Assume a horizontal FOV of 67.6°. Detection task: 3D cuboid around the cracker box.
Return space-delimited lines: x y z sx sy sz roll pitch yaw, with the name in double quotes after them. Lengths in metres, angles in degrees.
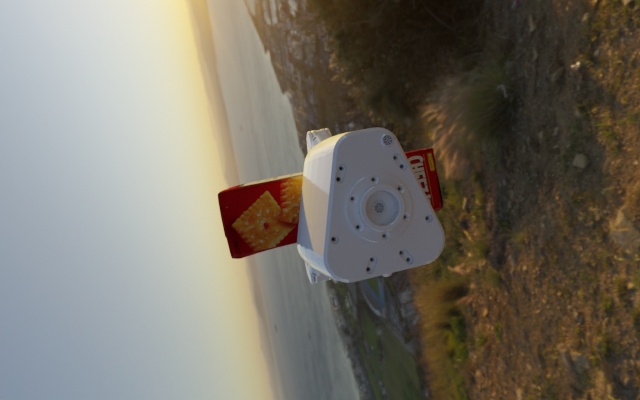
0.000 0.002 0.527 0.213 0.072 0.164 -12 3 -10 "cracker box"
